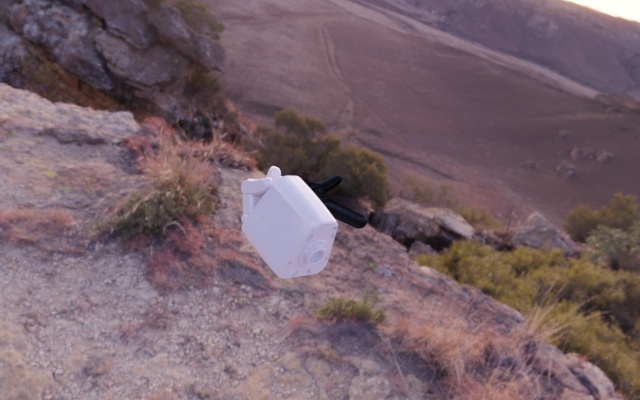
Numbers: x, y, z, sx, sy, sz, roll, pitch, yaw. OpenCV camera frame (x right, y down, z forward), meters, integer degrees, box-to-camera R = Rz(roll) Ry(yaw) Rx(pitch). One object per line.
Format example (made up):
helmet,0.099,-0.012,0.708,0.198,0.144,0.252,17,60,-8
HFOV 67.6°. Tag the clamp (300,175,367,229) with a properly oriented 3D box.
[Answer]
clamp,0.000,0.002,0.796,0.171,0.039,0.120,-4,42,-41
